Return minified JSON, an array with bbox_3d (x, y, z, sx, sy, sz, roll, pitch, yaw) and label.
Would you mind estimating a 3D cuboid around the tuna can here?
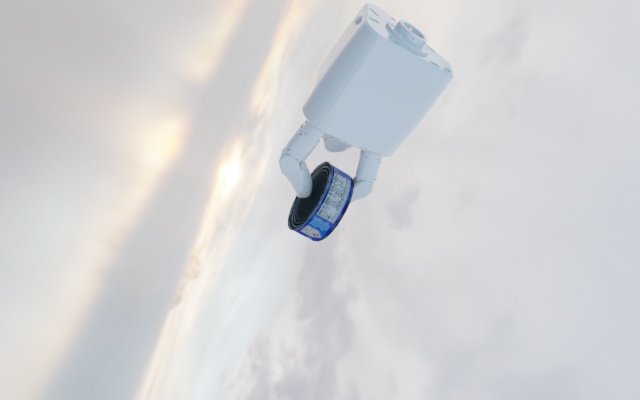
[{"bbox_3d":[0.001,0.002,0.531,0.034,0.086,0.086,29,-10,-18],"label":"tuna can"}]
